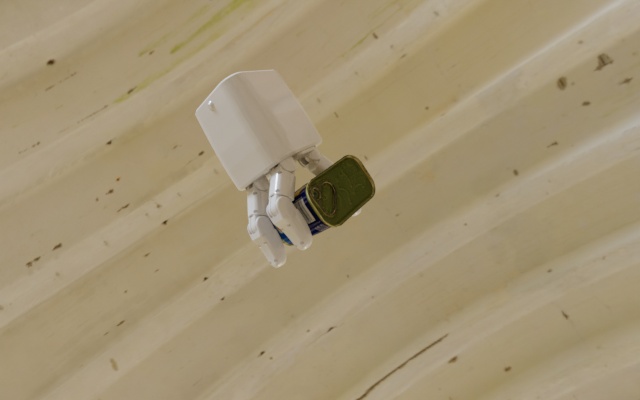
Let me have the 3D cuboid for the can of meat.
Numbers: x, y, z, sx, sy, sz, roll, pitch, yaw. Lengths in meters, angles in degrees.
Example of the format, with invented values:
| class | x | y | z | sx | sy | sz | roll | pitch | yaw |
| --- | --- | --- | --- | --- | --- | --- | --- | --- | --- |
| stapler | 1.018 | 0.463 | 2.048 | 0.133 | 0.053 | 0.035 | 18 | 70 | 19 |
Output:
| class | x | y | z | sx | sy | sz | roll | pitch | yaw |
| --- | --- | --- | --- | --- | --- | --- | --- | --- | --- |
| can of meat | 0.000 | 0.002 | 0.547 | 0.084 | 0.057 | 0.102 | -30 | 6 | 46 |
